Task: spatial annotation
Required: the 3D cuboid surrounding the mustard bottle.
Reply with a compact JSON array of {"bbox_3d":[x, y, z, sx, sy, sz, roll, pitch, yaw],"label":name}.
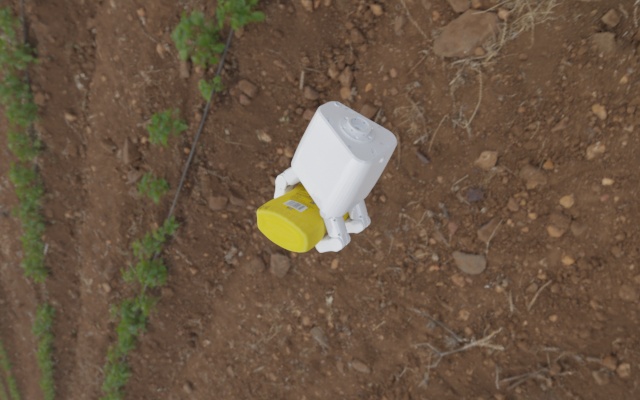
[{"bbox_3d":[0.000,0.003,0.725,0.096,0.058,0.191,23,39,30],"label":"mustard bottle"}]
